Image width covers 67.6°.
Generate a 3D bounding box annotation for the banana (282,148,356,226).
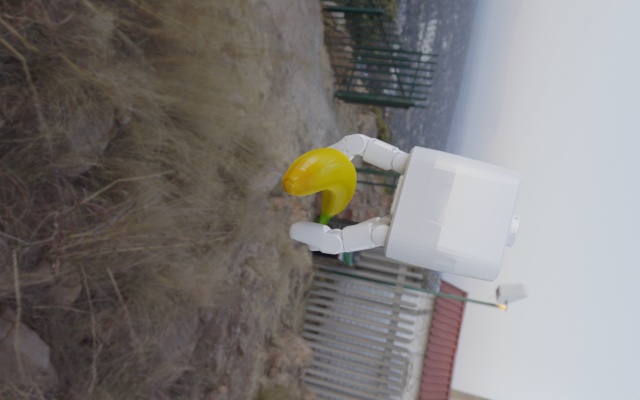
[{"bbox_3d":[0.007,-0.015,0.456,0.037,0.069,0.198,20,-9,13],"label":"banana"}]
